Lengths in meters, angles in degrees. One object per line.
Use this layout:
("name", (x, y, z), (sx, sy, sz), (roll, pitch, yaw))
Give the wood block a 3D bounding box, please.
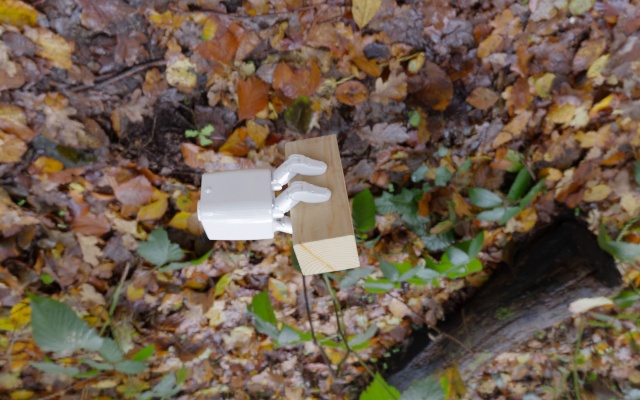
("wood block", (0.000, 0.003, 0.762), (0.090, 0.206, 0.091), (-10, -39, 3))
